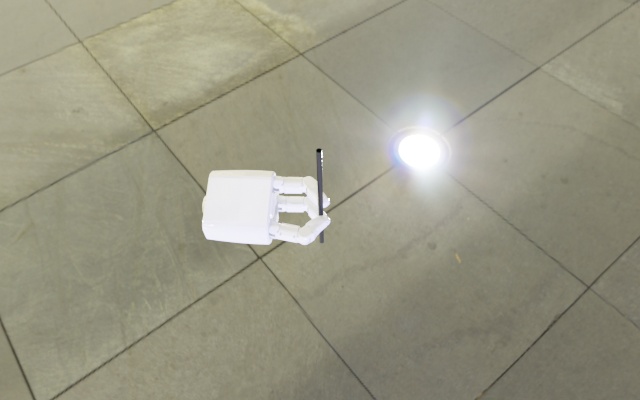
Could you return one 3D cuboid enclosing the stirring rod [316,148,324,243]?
[{"bbox_3d":[0.000,0.003,0.738,0.011,0.011,0.240,0,-35,1],"label":"stirring rod"}]
